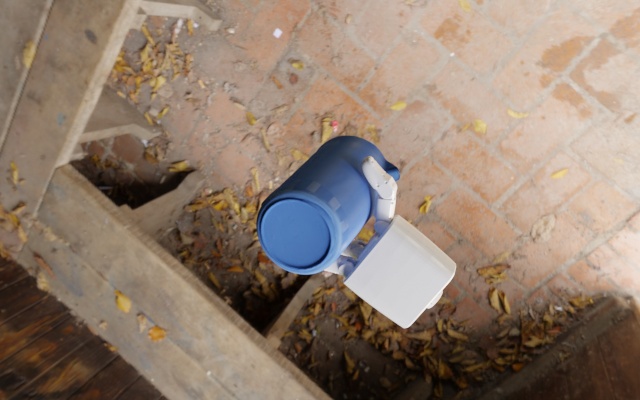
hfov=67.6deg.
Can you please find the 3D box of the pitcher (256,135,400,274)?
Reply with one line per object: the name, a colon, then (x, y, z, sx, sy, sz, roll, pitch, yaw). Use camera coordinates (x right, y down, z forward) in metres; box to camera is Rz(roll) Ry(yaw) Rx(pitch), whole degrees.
pitcher: (0.000, 0.002, 0.654, 0.145, 0.149, 0.242, 38, 27, 4)
